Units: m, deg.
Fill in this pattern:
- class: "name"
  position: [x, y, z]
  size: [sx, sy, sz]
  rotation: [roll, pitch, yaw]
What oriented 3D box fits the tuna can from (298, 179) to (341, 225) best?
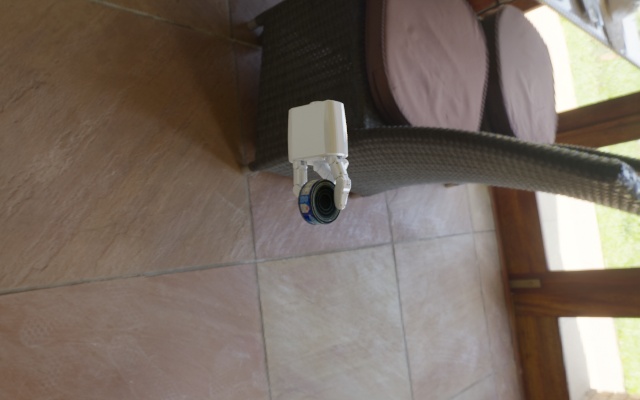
- class: "tuna can"
  position: [0.001, 0.003, 0.889]
  size: [0.034, 0.086, 0.086]
  rotation: [-4, -3, 44]
